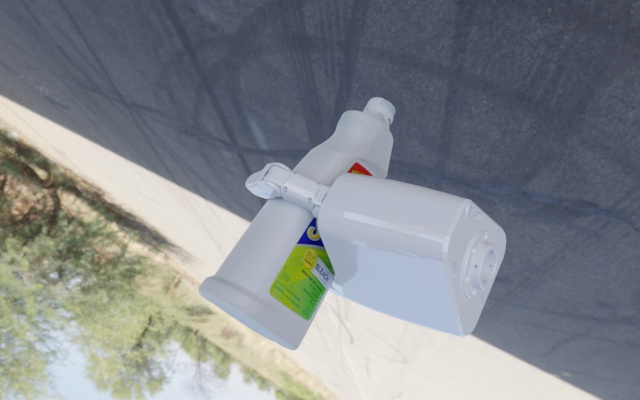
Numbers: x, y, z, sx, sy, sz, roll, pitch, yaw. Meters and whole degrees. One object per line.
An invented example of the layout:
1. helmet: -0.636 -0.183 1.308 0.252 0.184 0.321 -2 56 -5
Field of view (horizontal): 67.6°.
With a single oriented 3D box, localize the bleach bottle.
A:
1. bleach bottle: 0.000 0.002 0.438 0.068 0.250 0.103 13 -26 40
